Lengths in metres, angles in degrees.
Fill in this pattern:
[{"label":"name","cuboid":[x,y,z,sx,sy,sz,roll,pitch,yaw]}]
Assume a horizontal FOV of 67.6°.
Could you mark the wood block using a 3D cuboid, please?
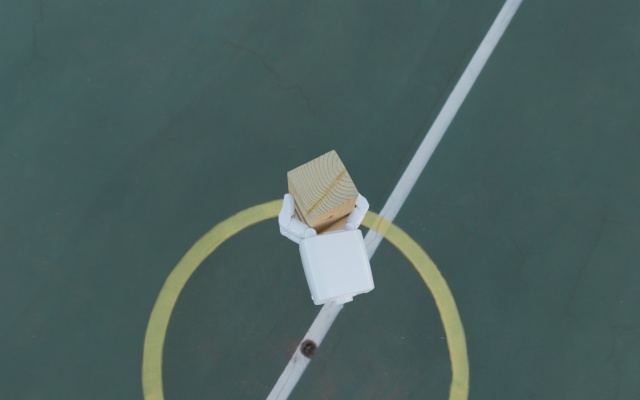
[{"label":"wood block","cuboid":[0.001,0.003,0.865,0.091,0.090,0.206,-26,-14,-10]}]
